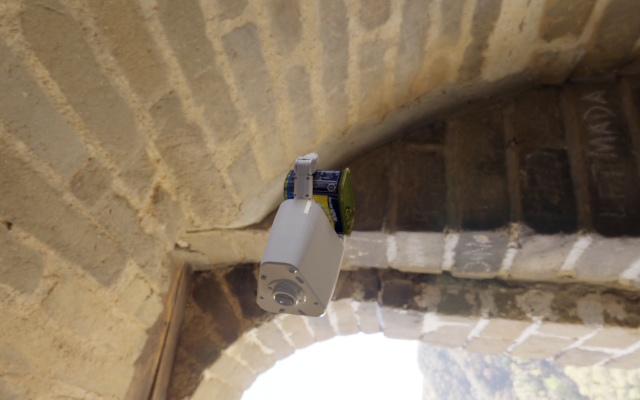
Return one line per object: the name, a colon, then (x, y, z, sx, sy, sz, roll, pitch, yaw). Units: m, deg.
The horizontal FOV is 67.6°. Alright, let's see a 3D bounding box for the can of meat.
can of meat: (0.000, 0.002, 0.673, 0.084, 0.057, 0.102, 3, -44, 14)
